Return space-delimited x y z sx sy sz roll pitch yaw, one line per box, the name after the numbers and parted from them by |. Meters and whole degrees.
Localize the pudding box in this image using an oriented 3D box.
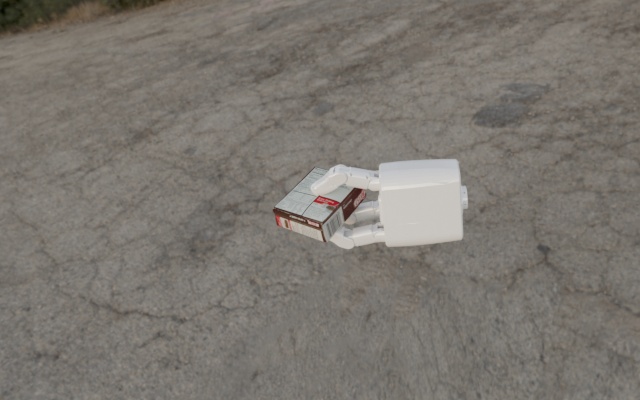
0.000 0.002 0.693 0.090 0.039 0.113 16 44 32 | pudding box
